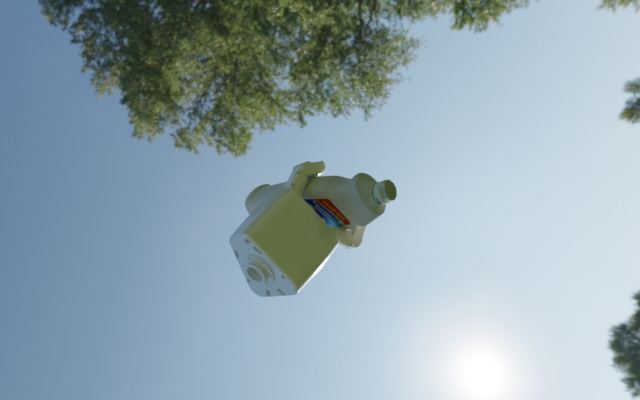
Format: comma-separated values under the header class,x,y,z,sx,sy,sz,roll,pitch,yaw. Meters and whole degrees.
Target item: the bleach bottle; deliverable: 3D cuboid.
class,x,y,z,sx,sy,sz,roll,pitch,yaw
bleach bottle,0.000,0.002,0.717,0.251,0.102,0.068,-14,24,43
